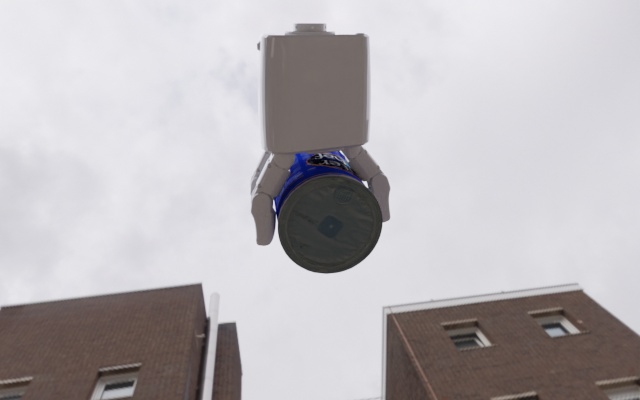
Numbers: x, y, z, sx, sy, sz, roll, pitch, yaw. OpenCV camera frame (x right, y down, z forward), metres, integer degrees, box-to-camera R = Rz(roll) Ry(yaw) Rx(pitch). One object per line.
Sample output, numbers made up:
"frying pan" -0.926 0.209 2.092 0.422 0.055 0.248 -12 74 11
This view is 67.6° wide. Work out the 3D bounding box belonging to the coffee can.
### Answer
"coffee can" 0.000 0.002 0.522 0.103 0.103 0.140 0 20 -9
